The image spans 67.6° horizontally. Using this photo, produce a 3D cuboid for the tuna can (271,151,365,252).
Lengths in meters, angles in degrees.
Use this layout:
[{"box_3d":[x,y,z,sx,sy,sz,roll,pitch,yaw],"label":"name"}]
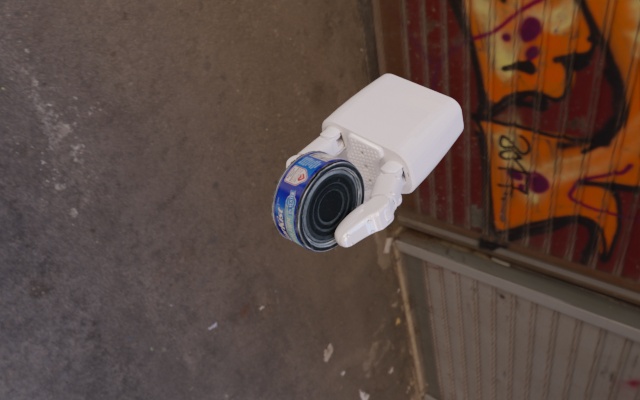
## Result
[{"box_3d":[0.000,0.002,0.422,0.033,0.086,0.086,24,16,40],"label":"tuna can"}]
